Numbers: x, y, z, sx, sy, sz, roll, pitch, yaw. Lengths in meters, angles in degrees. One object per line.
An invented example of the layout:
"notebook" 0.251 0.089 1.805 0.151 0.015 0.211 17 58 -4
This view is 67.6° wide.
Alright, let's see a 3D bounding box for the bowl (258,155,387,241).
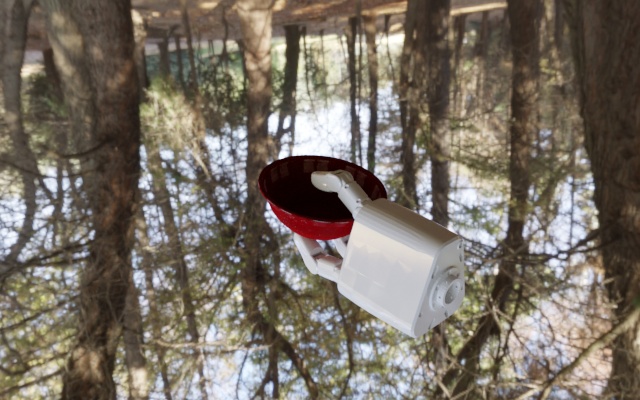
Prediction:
"bowl" -0.001 0.002 0.607 0.162 0.055 0.162 7 32 -4
